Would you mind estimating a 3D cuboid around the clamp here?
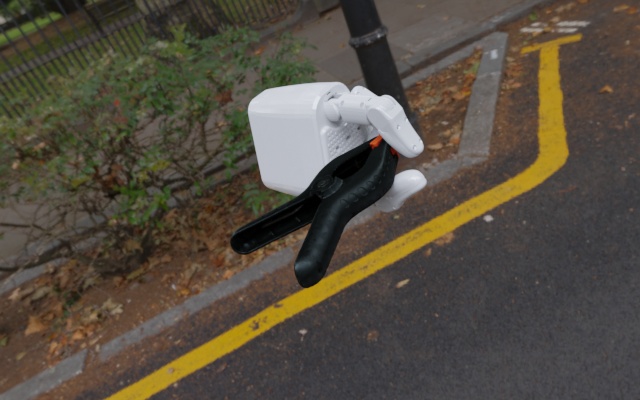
[{"bbox_3d":[0.000,0.001,0.417,0.120,0.039,0.171,10,45,43],"label":"clamp"}]
